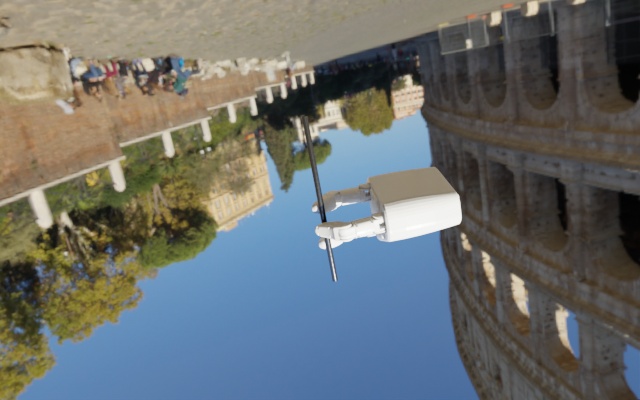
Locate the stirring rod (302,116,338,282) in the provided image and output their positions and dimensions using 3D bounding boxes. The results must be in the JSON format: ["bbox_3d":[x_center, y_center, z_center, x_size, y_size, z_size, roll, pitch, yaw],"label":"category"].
[{"bbox_3d":[0.000,0.002,0.667,0.011,0.239,0.011,-10,15,3],"label":"stirring rod"}]
